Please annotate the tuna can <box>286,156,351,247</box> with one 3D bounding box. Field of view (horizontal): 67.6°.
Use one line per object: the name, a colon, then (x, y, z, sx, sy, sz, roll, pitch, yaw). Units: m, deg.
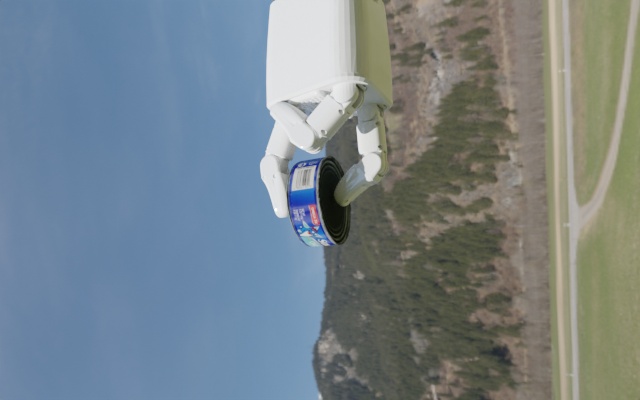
tuna can: (0.000, 0.002, 0.461, 0.034, 0.086, 0.086, -7, -3, 22)
